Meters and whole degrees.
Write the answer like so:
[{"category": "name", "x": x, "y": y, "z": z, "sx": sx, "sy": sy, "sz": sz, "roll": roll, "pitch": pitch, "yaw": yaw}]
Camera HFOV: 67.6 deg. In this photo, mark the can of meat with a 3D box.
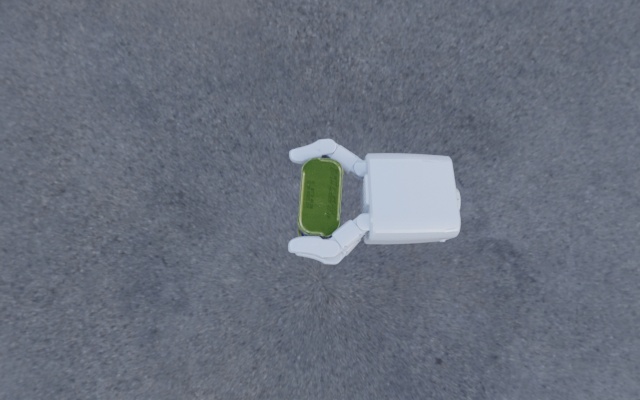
[{"category": "can of meat", "x": 0.000, "y": 0.002, "z": 0.609, "sx": 0.057, "sy": 0.102, "sz": 0.084, "roll": 3, "pitch": -10, "yaw": 0}]
